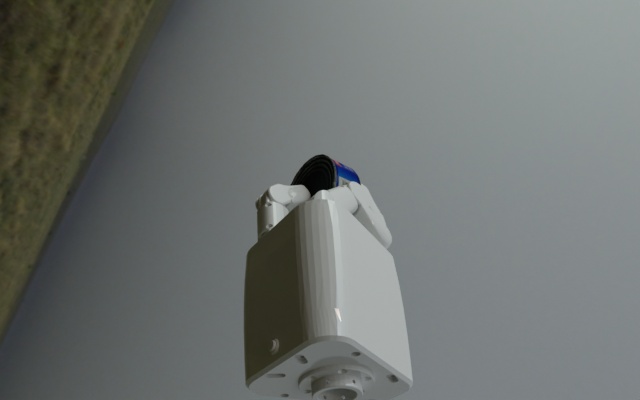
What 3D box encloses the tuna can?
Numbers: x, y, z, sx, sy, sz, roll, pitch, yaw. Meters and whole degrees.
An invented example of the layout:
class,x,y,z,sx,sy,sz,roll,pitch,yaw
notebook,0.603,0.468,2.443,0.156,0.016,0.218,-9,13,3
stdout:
class,x,y,z,sx,sy,sz,roll,pitch,yaw
tuna can,0.001,0.002,0.458,0.034,0.086,0.086,22,-12,-30
